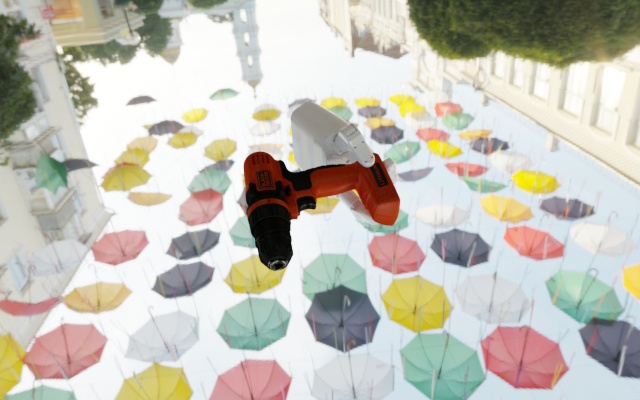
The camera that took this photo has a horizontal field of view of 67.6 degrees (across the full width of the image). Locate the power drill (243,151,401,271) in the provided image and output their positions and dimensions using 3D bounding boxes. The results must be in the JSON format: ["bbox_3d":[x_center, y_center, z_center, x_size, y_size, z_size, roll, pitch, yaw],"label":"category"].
[{"bbox_3d":[0.000,0.002,0.601,0.187,0.184,0.057,-4,-43,-13],"label":"power drill"}]
